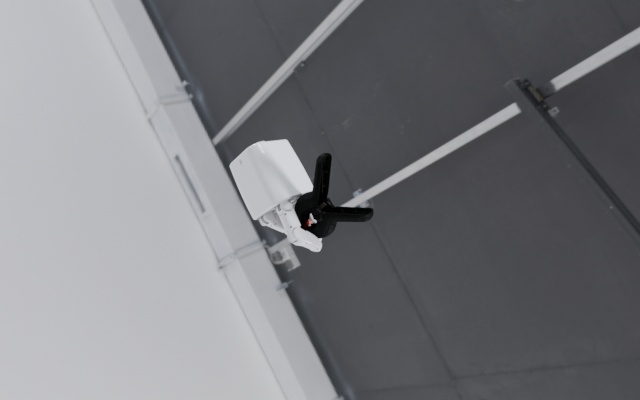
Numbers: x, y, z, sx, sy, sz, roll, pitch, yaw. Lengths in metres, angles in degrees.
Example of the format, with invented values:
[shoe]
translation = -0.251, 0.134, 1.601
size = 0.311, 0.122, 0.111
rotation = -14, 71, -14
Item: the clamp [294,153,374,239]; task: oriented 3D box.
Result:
[clamp]
translation = 0.001, 0.002, 0.757
size = 0.039, 0.120, 0.171
rotation = -23, -6, -43
